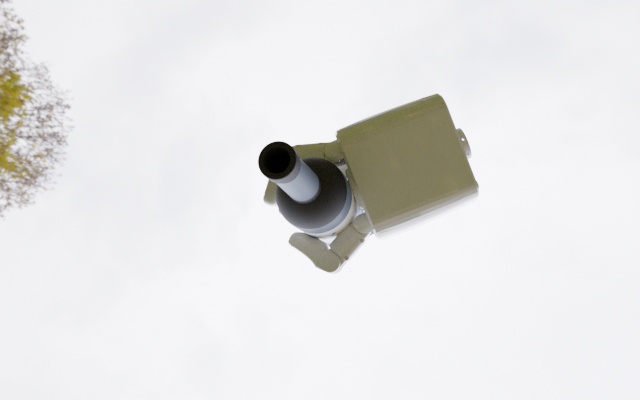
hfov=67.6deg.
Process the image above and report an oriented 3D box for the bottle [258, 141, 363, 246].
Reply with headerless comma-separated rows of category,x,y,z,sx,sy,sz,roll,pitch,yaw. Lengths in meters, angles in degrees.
bottle,0.000,0.002,0.463,0.069,0.069,0.296,0,-11,12
